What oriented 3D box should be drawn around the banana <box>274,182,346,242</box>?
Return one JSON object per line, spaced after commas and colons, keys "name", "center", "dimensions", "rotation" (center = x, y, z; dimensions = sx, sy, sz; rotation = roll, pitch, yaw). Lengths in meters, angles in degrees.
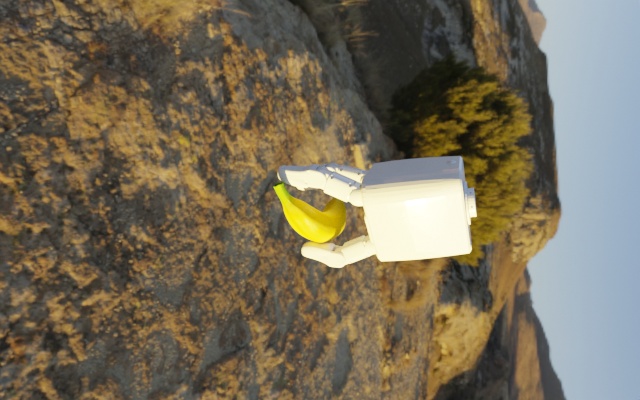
{"name": "banana", "center": [0.002, 0.020, 0.612], "dimensions": [0.037, 0.069, 0.198], "rotation": [-12, -10, 19]}
